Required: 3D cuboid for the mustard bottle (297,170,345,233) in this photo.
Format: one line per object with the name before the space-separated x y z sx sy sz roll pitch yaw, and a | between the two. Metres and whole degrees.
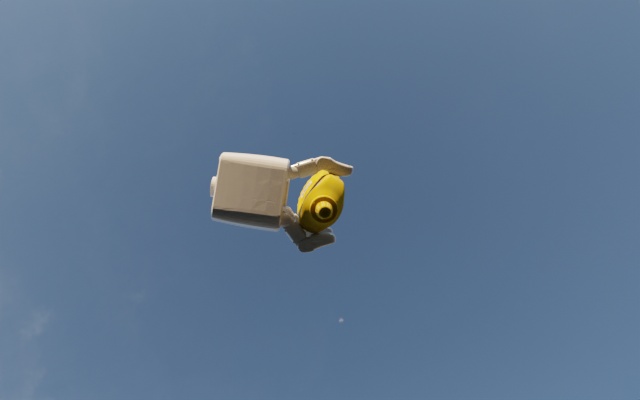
mustard bottle | 0.000 0.003 0.759 0.058 0.096 0.191 33 5 -7
